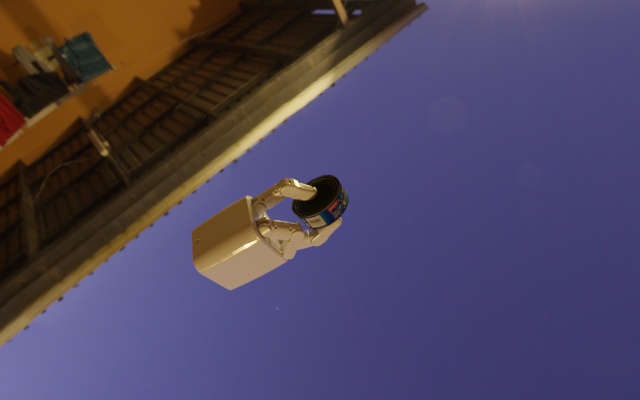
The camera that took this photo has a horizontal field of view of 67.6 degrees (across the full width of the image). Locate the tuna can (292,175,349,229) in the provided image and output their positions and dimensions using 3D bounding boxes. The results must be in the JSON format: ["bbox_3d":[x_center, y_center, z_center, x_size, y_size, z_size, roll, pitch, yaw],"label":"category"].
[{"bbox_3d":[0.000,0.003,0.741,0.086,0.086,0.034,0,-41,41],"label":"tuna can"}]
